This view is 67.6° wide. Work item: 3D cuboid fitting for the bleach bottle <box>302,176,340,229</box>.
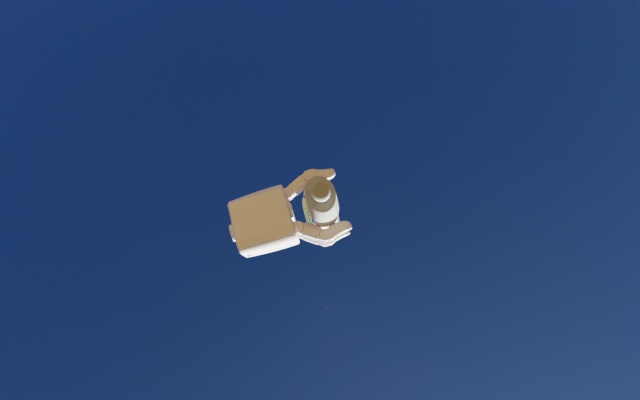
[{"bbox_3d":[0.000,0.003,0.879,0.068,0.102,0.251,-16,-12,-3],"label":"bleach bottle"}]
